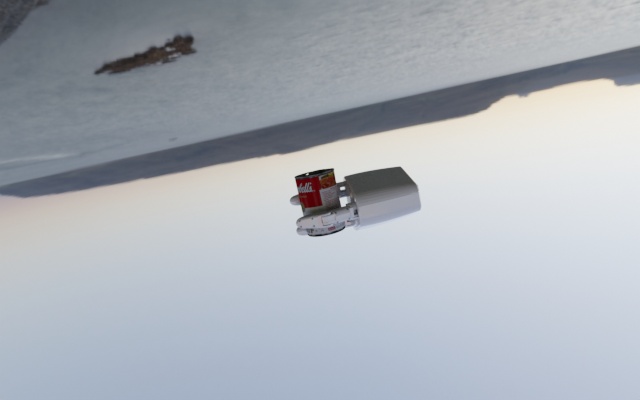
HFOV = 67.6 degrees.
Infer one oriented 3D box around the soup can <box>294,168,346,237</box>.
[{"bbox_3d":[0.000,0.003,0.796,0.068,0.102,0.068,-12,9,2],"label":"soup can"}]
